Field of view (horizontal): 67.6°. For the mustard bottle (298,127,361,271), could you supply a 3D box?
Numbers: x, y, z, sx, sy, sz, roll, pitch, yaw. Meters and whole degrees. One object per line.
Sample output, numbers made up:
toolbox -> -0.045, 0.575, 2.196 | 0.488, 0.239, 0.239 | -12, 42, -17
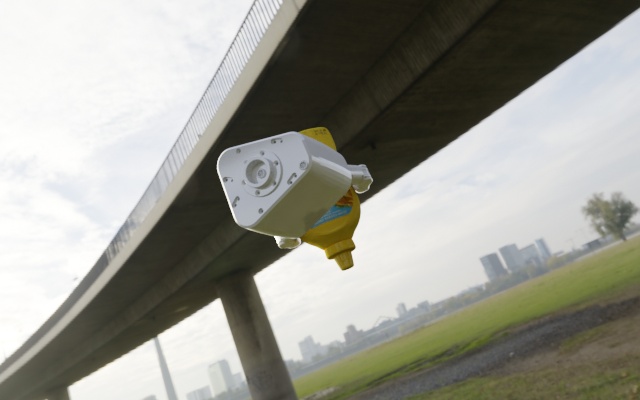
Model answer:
mustard bottle -> 0.000, 0.002, 0.635 | 0.096, 0.191, 0.058 | -21, -17, -5
